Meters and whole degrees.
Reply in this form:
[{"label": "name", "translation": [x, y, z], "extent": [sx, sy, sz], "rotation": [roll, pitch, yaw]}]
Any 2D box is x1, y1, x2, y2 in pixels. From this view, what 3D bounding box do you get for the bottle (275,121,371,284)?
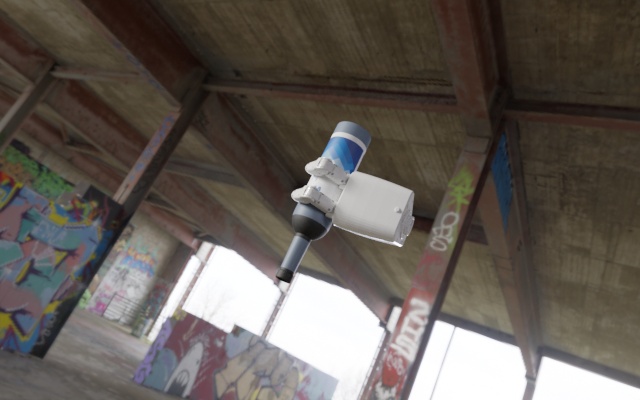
[{"label": "bottle", "translation": [0.000, 0.002, 0.813], "extent": [0.069, 0.295, 0.069], "rotation": [23, -19, 9]}]
